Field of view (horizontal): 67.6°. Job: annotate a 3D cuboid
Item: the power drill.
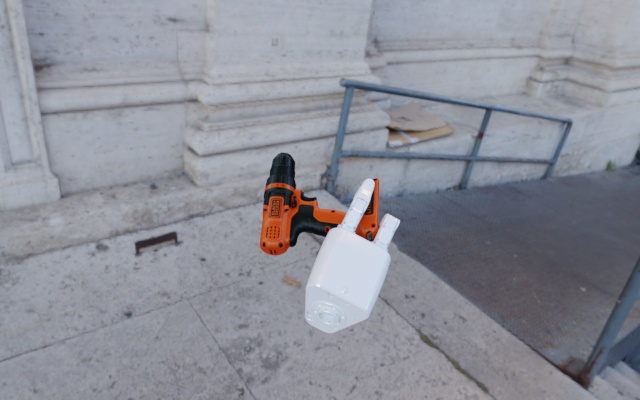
[{"bbox_3d":[0.001,0.003,0.769,0.187,0.184,0.057,0,-28,7],"label":"power drill"}]
